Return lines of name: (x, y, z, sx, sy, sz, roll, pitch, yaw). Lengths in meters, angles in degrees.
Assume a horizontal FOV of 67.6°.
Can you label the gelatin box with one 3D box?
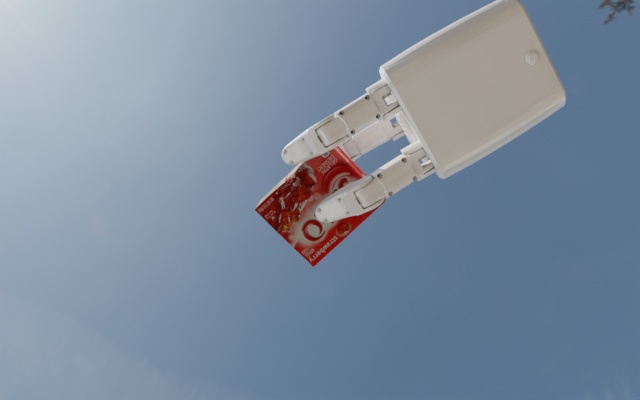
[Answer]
gelatin box: (0.000, 0.001, 0.414, 0.089, 0.073, 0.030, -43, 9, 15)
